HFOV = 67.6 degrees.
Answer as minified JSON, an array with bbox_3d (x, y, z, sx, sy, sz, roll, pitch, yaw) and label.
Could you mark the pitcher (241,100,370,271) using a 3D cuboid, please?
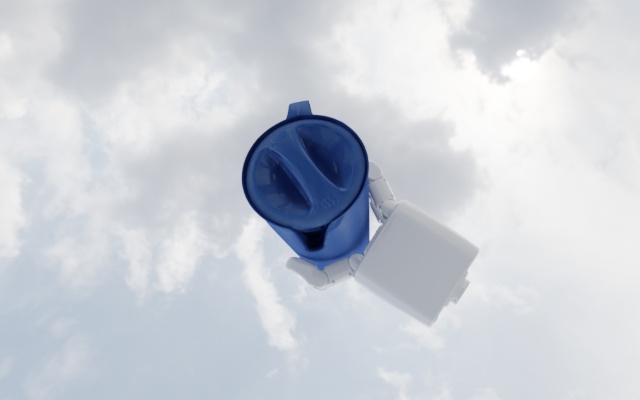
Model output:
[{"bbox_3d":[0.000,0.002,0.597,0.145,0.149,0.243,33,-14,20],"label":"pitcher"}]
